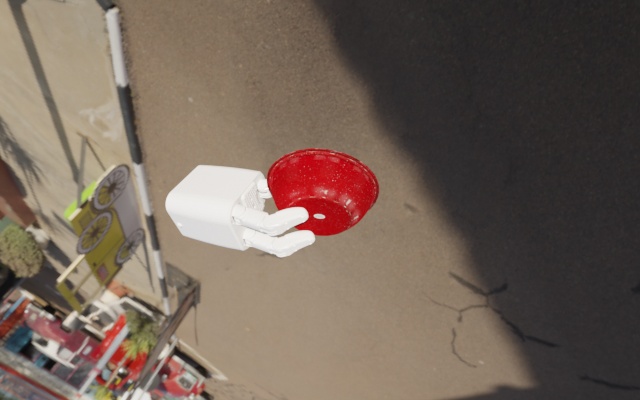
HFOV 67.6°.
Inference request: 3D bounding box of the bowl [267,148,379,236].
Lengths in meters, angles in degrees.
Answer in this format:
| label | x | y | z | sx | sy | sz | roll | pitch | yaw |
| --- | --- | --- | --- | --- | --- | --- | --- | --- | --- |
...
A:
| label | x | y | z | sx | sy | sz | roll | pitch | yaw |
| --- | --- | --- | --- | --- | --- | --- | --- | --- | --- |
| bowl | 0.001 | 0.002 | 0.664 | 0.162 | 0.055 | 0.162 | 5 | -37 | 4 |
